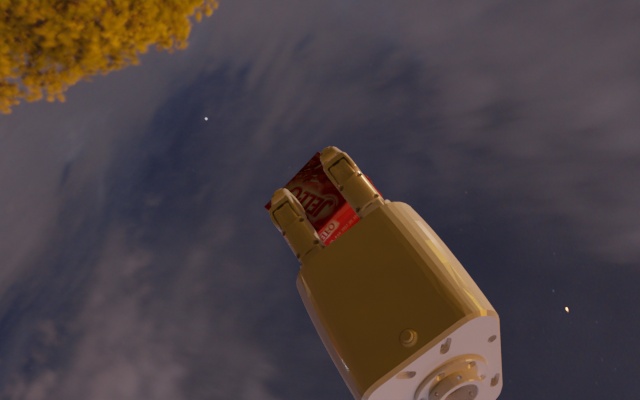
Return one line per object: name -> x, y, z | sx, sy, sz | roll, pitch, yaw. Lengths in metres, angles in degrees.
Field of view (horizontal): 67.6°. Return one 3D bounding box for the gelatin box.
gelatin box -> 0.000, 0.002, 0.416 | 0.030, 0.073, 0.089 | 48, -7, -34
